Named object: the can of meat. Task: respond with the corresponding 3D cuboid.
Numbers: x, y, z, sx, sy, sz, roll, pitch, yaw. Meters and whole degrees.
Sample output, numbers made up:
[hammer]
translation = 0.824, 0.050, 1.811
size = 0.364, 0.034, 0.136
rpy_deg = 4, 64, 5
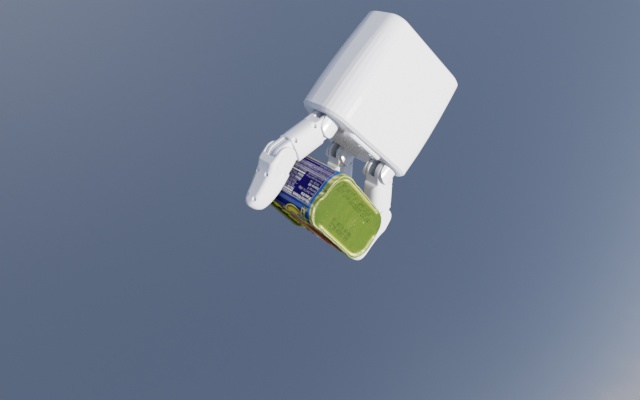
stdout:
[can of meat]
translation = 0.000, 0.002, 0.443
size = 0.084, 0.057, 0.102
rpy_deg = 30, -10, 42
